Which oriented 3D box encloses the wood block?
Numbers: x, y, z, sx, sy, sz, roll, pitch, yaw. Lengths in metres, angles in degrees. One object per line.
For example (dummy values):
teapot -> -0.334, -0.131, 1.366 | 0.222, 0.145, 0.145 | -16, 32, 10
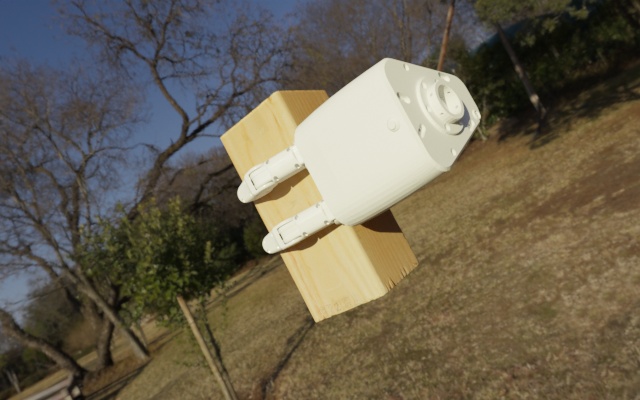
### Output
wood block -> 0.000, 0.001, 0.482 | 0.090, 0.206, 0.091 | -31, -6, 34
